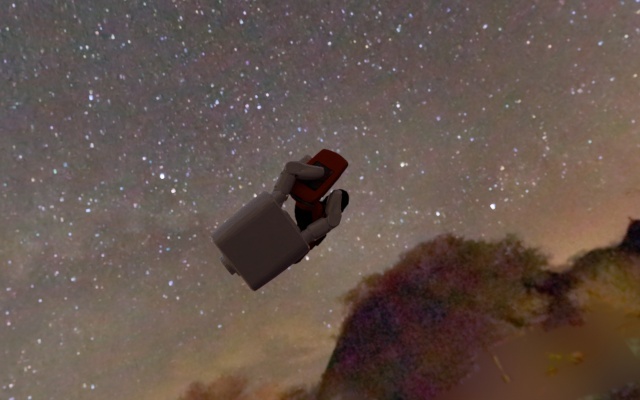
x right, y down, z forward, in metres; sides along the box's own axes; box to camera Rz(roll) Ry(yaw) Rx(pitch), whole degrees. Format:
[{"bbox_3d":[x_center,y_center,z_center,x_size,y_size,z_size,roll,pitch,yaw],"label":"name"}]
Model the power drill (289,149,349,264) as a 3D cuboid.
[{"bbox_3d":[0.000,0.003,0.815,0.057,0.184,0.188,30,-34,17],"label":"power drill"}]
